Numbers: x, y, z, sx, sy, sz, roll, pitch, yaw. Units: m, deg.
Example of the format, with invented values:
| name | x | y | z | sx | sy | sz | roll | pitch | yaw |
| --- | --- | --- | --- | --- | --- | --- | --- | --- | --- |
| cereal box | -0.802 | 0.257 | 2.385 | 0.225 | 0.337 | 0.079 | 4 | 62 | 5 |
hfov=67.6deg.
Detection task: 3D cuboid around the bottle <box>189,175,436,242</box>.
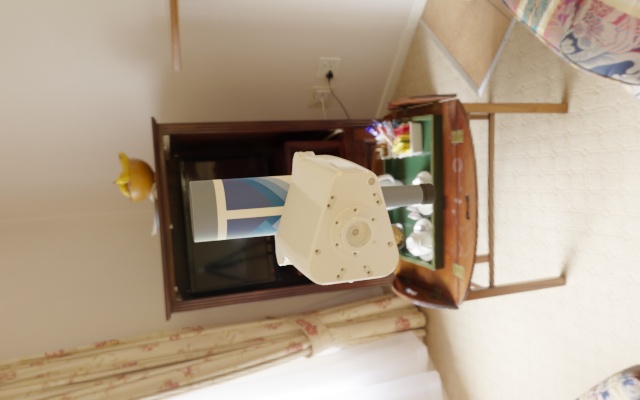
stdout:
| name | x | y | z | sx | sy | sz | roll | pitch | yaw |
| --- | --- | --- | --- | --- | --- | --- | --- | --- | --- |
| bottle | 0.000 | 0.002 | 0.563 | 0.296 | 0.069 | 0.069 | -4 | 1 | -18 |
